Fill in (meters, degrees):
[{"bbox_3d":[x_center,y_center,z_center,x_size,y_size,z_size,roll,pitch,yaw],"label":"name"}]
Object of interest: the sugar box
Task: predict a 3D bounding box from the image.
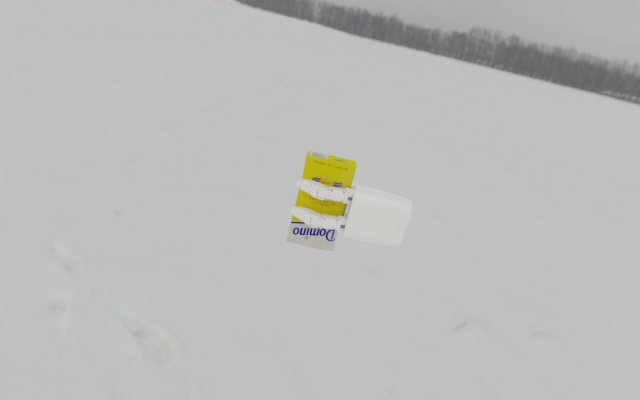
[{"bbox_3d":[0.000,0.003,0.886,0.093,0.176,0.048,13,20,-2],"label":"sugar box"}]
